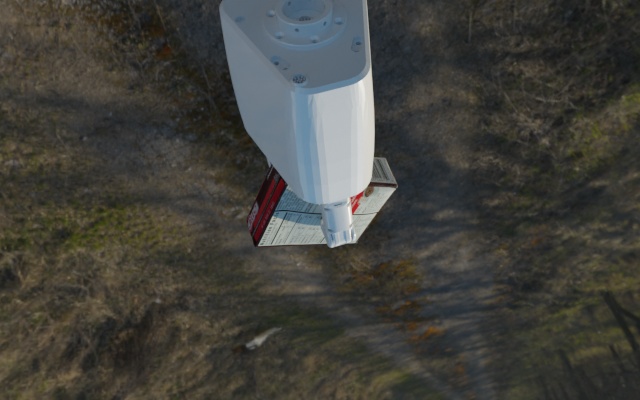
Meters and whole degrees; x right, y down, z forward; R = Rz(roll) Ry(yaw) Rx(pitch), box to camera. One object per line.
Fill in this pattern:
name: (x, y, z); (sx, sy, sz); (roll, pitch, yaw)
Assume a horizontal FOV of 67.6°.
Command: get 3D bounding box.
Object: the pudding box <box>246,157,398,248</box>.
pudding box: (0.000, 0.001, 0.429); (0.113, 0.039, 0.090); (2, -41, -29)
